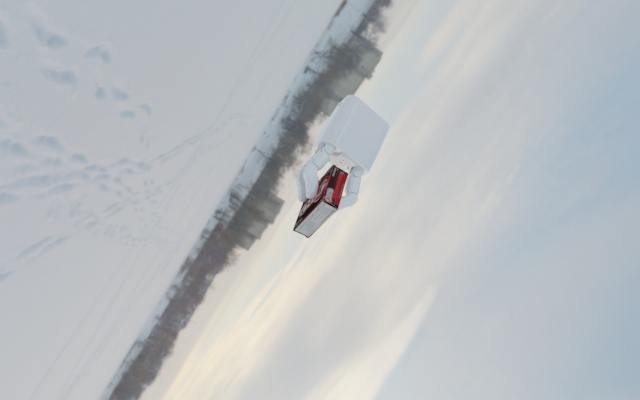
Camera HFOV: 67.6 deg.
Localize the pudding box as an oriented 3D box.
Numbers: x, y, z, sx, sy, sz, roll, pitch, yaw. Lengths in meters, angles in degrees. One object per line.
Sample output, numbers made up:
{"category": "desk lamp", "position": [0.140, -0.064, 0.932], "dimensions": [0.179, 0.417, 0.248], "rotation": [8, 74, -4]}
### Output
{"category": "pudding box", "position": [0.000, 0.003, 0.850], "dimensions": [0.039, 0.090, 0.113], "rotation": [29, -42, -10]}
